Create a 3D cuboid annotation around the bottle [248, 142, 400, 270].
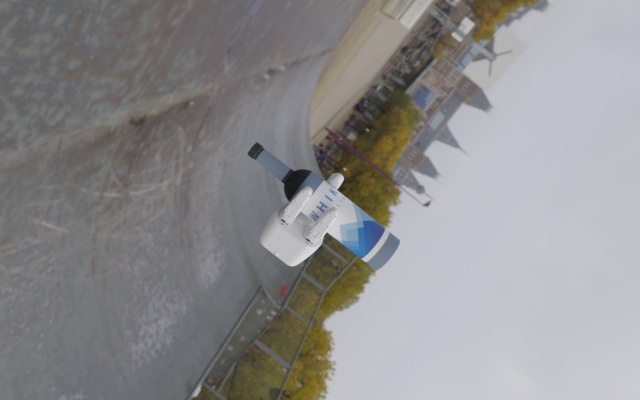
[{"bbox_3d":[0.000,0.003,0.813,0.296,0.069,0.069,38,-2,-2],"label":"bottle"}]
